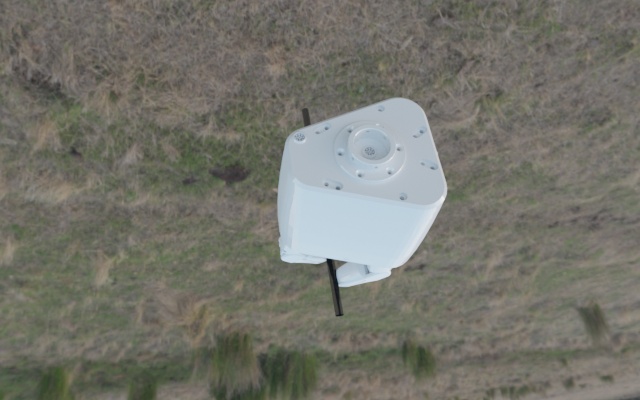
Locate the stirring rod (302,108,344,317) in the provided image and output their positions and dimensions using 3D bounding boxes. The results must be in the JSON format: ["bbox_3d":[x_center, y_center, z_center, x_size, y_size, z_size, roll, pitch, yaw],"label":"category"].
[{"bbox_3d":[0.000,0.002,0.502,0.011,0.239,0.011,-8,-26,-4],"label":"stirring rod"}]
